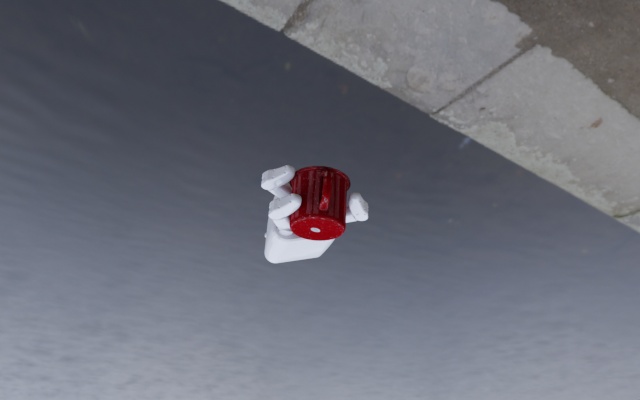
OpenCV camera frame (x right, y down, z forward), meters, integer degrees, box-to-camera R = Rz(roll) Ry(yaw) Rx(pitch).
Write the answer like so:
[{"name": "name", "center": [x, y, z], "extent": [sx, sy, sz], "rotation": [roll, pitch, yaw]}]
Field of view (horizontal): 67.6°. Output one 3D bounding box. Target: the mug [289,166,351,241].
[{"name": "mug", "center": [0.001, 0.002, 0.691], "extent": [0.093, 0.081, 0.117], "rotation": [9, -30, -11]}]
